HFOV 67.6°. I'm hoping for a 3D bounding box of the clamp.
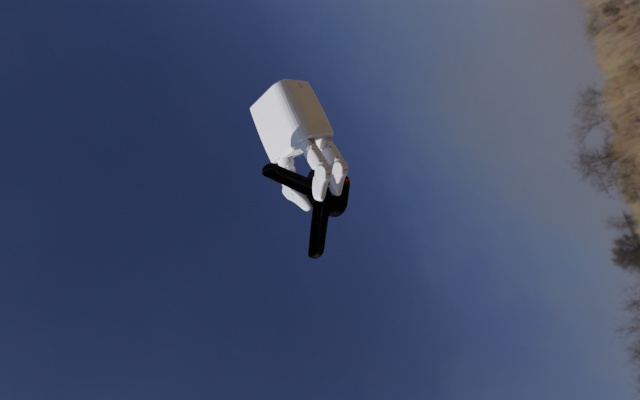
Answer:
[{"bbox_3d":[0.000,0.003,0.812,0.036,0.164,0.210,-28,-5,32],"label":"clamp"}]
